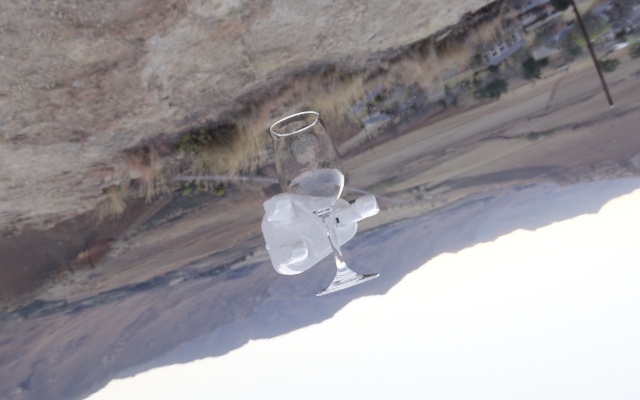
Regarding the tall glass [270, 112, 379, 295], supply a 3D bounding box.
[{"bbox_3d":[0.000,0.002,0.553,0.079,0.201,0.079,-18,-8,-2],"label":"tall glass"}]
